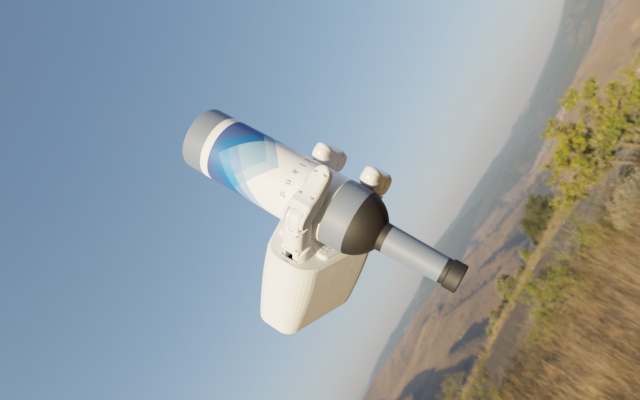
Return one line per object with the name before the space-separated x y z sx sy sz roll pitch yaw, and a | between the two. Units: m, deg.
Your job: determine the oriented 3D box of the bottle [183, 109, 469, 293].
bottle | 0.000 0.001 0.460 0.295 0.069 0.069 29 10 18
